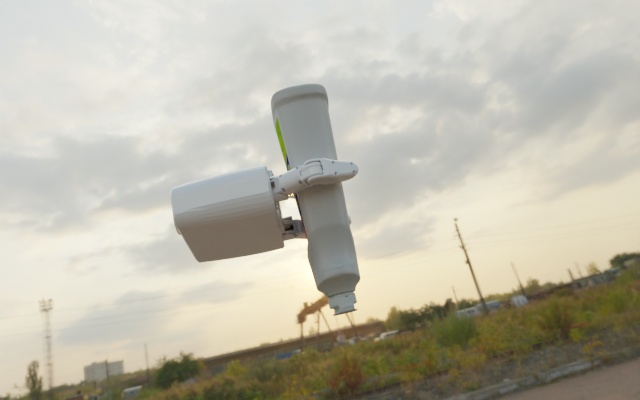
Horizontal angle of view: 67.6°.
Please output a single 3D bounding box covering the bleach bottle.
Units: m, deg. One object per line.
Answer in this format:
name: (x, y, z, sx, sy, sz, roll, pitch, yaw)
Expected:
bleach bottle: (0.000, 0.002, 0.543, 0.068, 0.250, 0.103, -12, -17, -5)
